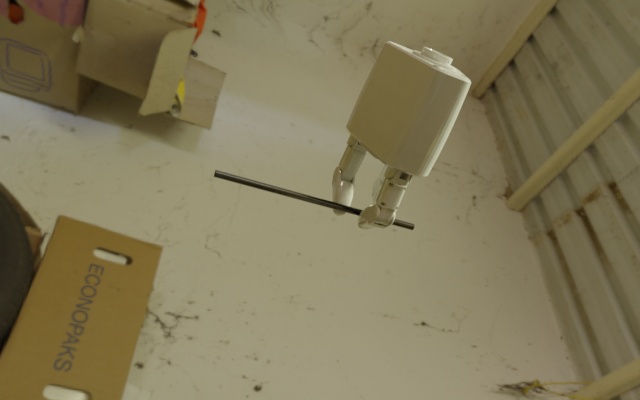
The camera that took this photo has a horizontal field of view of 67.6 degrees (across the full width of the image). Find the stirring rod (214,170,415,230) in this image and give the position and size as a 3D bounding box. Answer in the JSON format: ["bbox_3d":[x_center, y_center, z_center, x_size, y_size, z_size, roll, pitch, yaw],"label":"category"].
[{"bbox_3d":[0.000,0.002,0.535,0.239,0.011,0.011,15,-5,-18],"label":"stirring rod"}]
